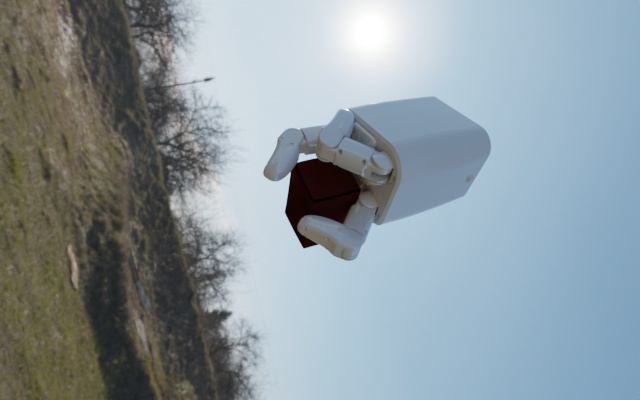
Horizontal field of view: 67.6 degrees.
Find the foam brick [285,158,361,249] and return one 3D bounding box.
[{"bbox_3d":[0.000,0.002,0.476,0.051,0.053,0.078,-15,-34,-21],"label":"foam brick"}]
